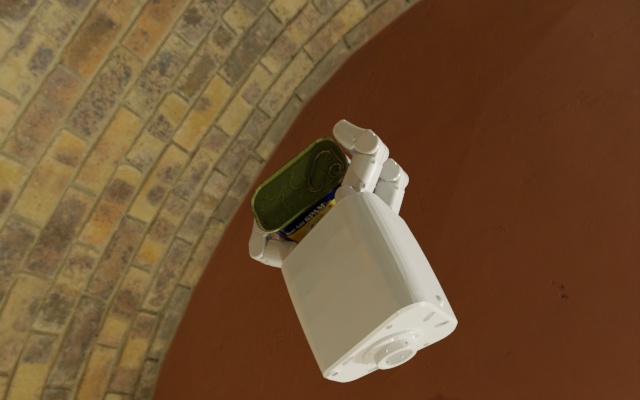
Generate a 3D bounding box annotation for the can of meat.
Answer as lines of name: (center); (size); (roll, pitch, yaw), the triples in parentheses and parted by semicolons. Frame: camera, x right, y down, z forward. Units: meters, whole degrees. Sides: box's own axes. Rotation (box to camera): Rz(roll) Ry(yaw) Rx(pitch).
can of meat: (0.000, 0.002, 0.456); (0.102, 0.057, 0.084); (-38, -40, 13)
